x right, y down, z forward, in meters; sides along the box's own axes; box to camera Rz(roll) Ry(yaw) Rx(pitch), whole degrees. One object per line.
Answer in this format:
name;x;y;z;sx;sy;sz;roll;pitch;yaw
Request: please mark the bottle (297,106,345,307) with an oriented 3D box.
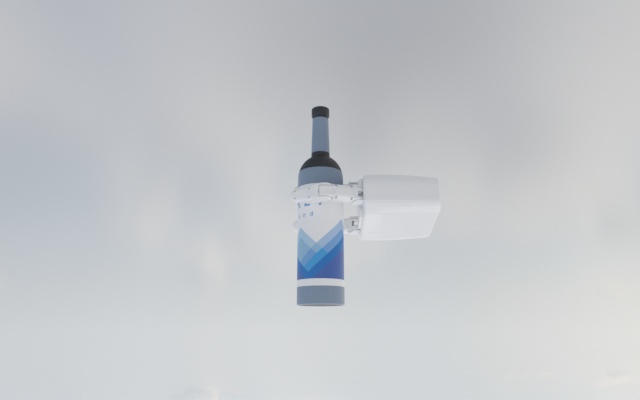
bottle;0.000;0.002;0.695;0.069;0.295;0.069;0;-15;0
